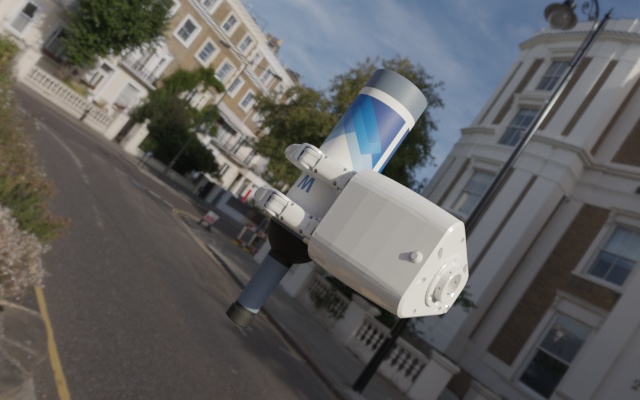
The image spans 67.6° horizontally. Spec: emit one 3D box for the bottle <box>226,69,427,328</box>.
[{"bbox_3d":[0.000,0.001,0.494,0.069,0.295,0.069,35,-5,3],"label":"bottle"}]
